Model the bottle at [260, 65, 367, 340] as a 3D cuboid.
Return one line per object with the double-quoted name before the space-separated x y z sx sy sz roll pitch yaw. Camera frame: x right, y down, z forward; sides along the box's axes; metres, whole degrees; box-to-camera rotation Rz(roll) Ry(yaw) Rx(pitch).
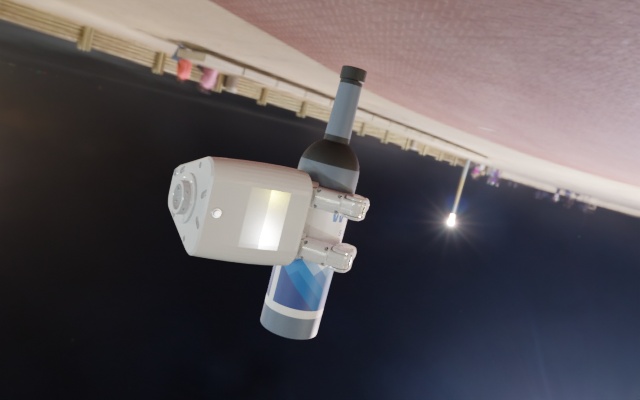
"bottle" 0.000 0.002 0.525 0.069 0.296 0.069 14 7 -2
